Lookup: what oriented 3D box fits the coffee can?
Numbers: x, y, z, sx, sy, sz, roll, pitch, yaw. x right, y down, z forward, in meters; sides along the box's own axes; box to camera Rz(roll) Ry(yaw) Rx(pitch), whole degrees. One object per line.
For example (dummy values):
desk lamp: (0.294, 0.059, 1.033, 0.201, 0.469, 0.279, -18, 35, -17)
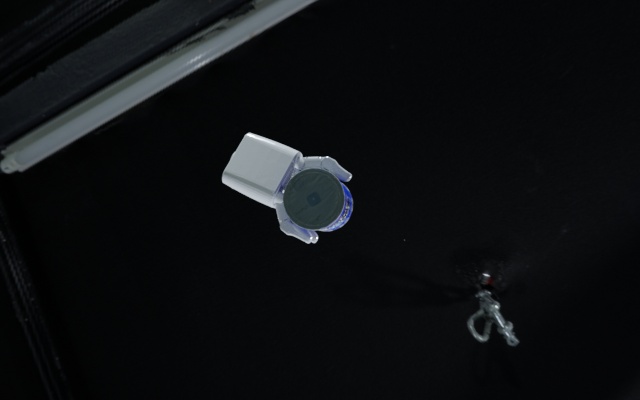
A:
coffee can: (0.000, 0.003, 0.845, 0.103, 0.103, 0.140, 0, -4, 10)
